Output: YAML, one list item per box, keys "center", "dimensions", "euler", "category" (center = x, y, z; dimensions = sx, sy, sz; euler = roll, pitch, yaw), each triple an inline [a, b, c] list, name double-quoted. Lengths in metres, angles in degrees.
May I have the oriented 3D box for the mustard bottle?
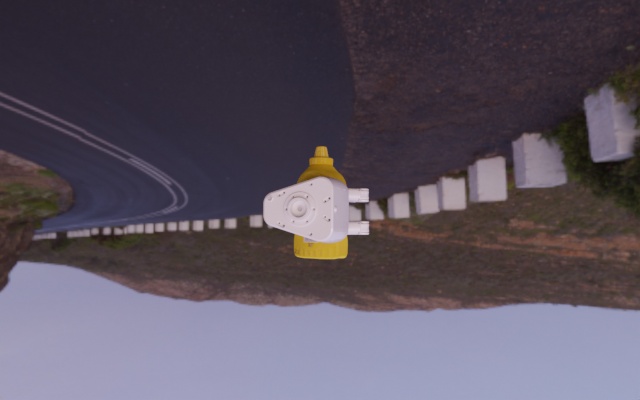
- center: [0.000, 0.003, 0.822]
  dimensions: [0.096, 0.191, 0.058]
  euler: [-2, -3, 38]
  category: "mustard bottle"
